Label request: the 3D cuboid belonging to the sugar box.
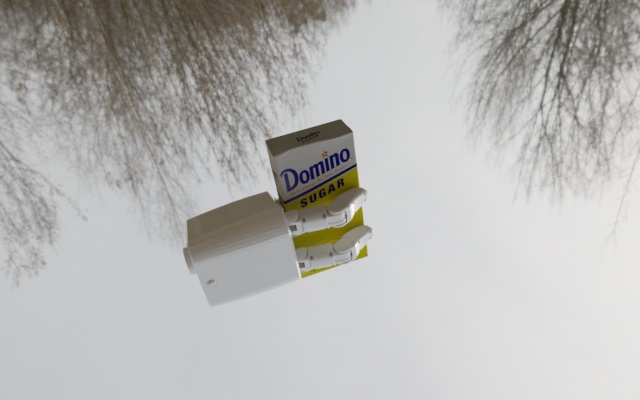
[{"bbox_3d":[0.000,0.002,0.561,0.093,0.176,0.048,-18,36,-11],"label":"sugar box"}]
